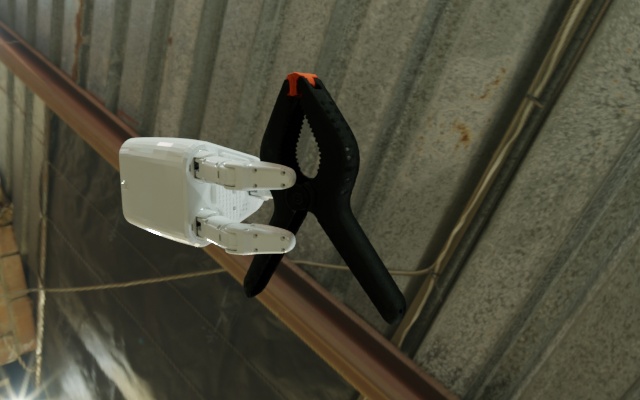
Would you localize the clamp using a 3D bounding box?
[{"bbox_3d":[0.000,0.001,0.402,0.164,0.210,0.036,10,14,32],"label":"clamp"}]
